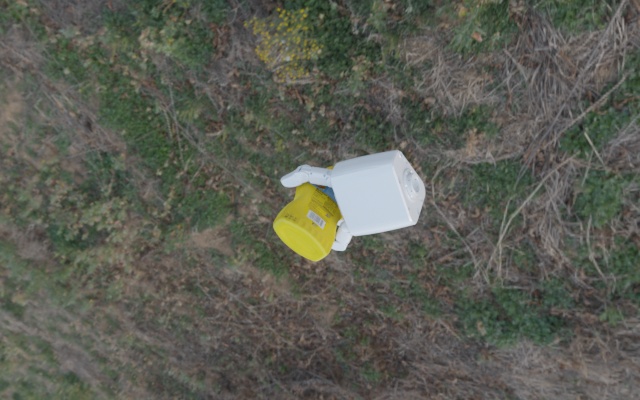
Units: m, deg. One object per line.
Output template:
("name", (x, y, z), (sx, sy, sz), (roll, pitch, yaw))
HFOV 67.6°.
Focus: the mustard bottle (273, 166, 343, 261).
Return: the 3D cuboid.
("mustard bottle", (0.000, 0.003, 0.790), (0.096, 0.191, 0.058), (39, -45, -11))
